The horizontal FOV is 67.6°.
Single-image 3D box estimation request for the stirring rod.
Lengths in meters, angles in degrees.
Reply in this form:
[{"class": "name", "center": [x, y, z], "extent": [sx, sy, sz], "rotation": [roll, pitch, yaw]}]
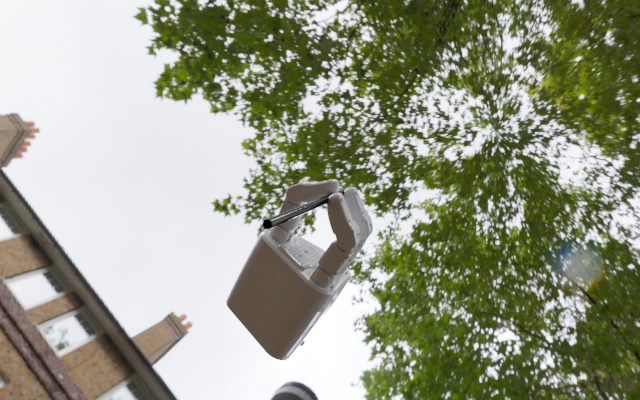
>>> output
[{"class": "stirring rod", "center": [0.000, 0.002, 0.476], "extent": [0.011, 0.011, 0.239], "rotation": [0, 8, 20]}]
